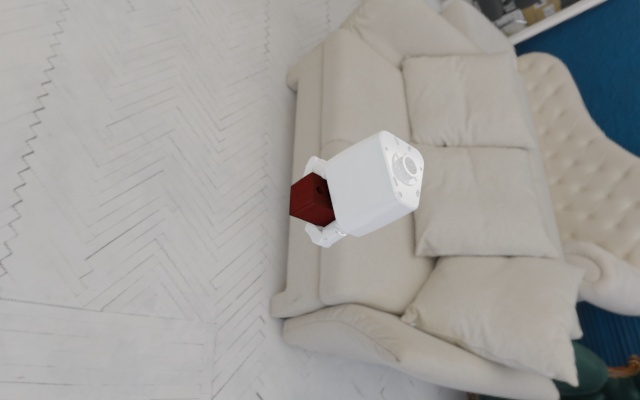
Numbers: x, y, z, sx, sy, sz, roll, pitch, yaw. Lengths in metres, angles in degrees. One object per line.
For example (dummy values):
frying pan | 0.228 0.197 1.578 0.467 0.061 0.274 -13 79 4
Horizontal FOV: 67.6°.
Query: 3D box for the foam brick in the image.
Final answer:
foam brick | 0.000 0.002 0.701 0.078 0.053 0.051 23 -39 -35
